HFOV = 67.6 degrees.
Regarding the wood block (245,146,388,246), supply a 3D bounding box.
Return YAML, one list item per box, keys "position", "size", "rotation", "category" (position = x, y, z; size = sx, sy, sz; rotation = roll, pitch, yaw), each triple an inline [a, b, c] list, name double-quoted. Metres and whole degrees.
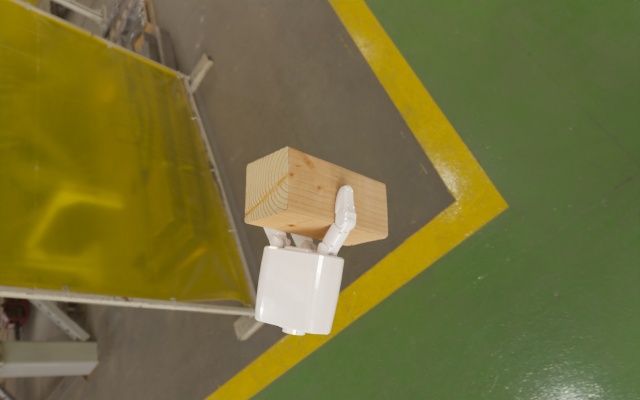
- position: [0.000, 0.003, 0.703]
  size: [0.091, 0.090, 0.206]
  rotation: [-17, -24, 42]
  category: "wood block"
